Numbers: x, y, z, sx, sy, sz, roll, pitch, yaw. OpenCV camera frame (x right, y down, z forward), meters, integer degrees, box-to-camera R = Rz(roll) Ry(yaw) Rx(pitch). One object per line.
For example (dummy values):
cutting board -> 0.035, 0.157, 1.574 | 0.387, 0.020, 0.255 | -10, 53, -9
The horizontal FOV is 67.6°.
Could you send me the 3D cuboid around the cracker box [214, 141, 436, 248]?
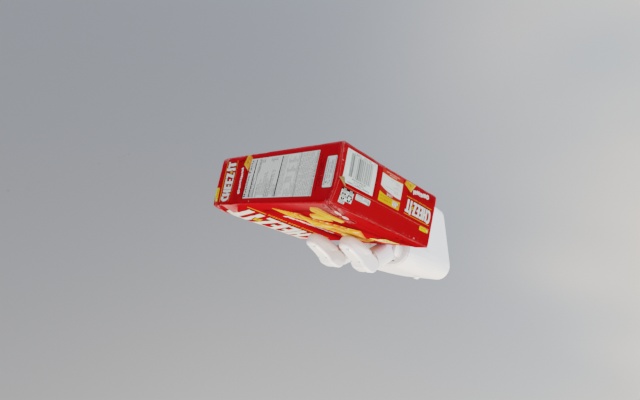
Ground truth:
cracker box -> 0.000, 0.002, 0.569 | 0.164, 0.072, 0.213 | 25, -18, -40
